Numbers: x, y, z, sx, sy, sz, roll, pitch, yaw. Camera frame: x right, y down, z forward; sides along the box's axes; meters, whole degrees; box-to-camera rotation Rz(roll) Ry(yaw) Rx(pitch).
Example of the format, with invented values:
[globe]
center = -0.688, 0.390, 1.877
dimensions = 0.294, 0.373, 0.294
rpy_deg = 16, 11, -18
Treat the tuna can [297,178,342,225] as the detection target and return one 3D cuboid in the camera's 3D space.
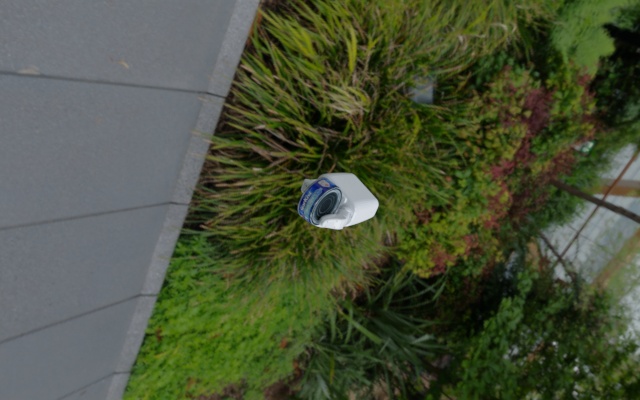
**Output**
[tuna can]
center = 0.001, 0.003, 0.877
dimensions = 0.033, 0.086, 0.086
rpy_deg = 37, 19, 28
